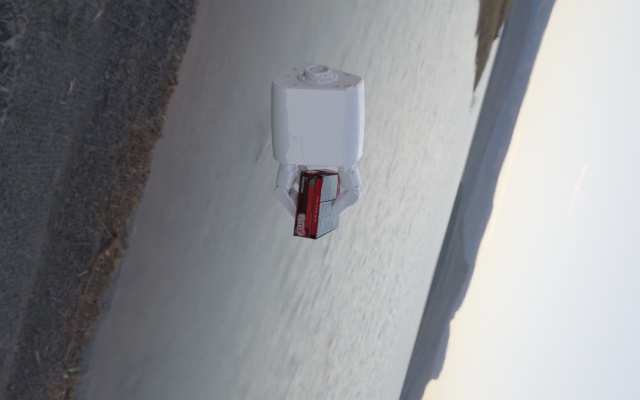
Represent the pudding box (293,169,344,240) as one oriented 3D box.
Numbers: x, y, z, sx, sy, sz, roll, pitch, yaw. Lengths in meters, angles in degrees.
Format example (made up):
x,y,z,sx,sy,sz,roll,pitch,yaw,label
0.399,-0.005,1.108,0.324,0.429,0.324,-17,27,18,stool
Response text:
x,y,z,sx,sy,sz,roll,pitch,yaw,label
0.000,0.002,0.687,0.039,0.090,0.113,11,9,19,pudding box
